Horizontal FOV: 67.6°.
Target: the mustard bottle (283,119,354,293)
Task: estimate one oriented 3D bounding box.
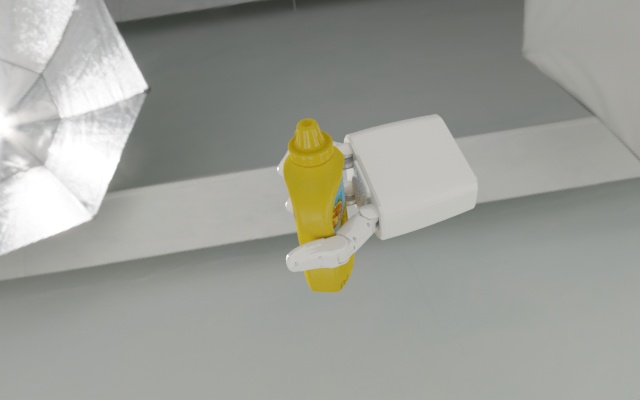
[{"bbox_3d":[0.000,0.002,0.482,0.058,0.192,0.096,1,44,10],"label":"mustard bottle"}]
